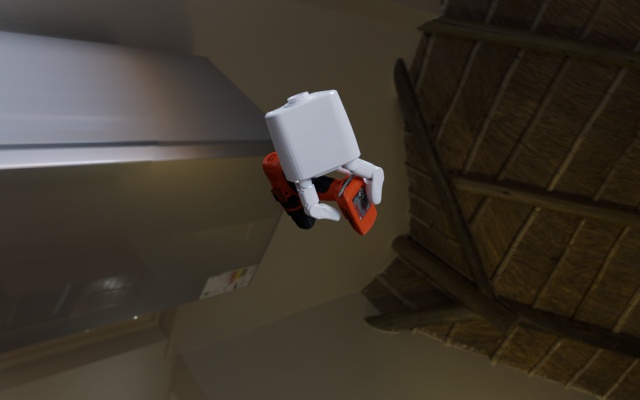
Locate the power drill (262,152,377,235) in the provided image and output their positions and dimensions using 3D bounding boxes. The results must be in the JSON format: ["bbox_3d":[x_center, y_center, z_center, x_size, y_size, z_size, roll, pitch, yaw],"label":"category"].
[{"bbox_3d":[0.000,0.003,0.827,0.187,0.057,0.185,13,-33,35],"label":"power drill"}]
